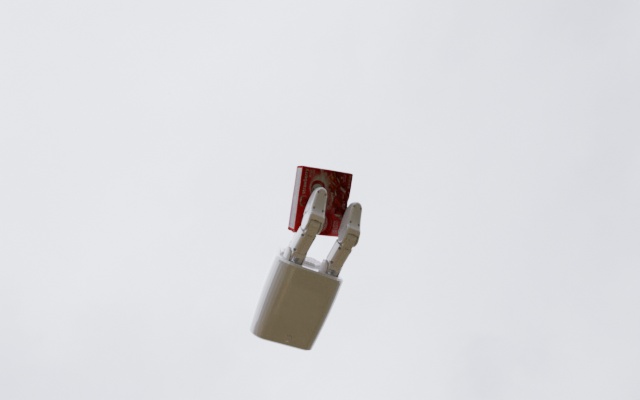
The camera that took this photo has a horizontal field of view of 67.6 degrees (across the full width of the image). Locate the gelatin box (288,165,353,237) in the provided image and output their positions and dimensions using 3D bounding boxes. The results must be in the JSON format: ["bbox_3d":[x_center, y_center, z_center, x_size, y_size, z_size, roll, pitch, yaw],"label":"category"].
[{"bbox_3d":[0.000,0.002,0.638,0.073,0.089,0.030,8,2,-21],"label":"gelatin box"}]
